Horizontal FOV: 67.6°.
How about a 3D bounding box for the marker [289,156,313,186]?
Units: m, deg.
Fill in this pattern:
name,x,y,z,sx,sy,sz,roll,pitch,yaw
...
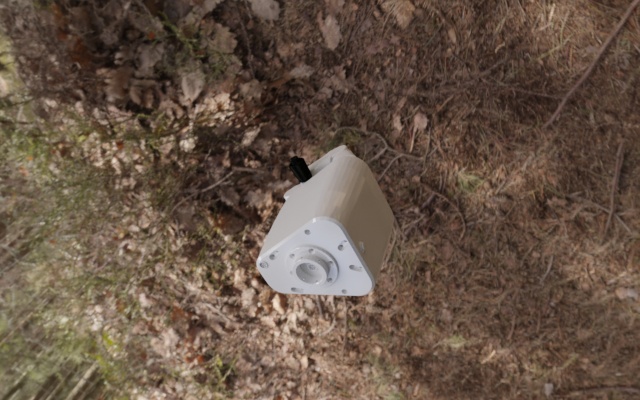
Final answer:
name,x,y,z,sx,sy,sz,roll,pitch,yaw
marker,0.000,0.002,0.536,0.020,0.121,0.020,-26,23,12
